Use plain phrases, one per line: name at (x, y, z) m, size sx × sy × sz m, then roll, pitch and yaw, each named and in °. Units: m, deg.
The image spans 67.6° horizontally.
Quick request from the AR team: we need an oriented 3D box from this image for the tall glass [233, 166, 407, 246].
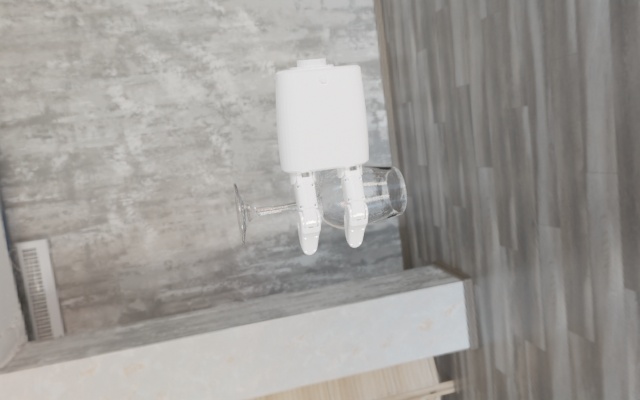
tall glass at (-0.001, 0.002, 0.580) m, size 0.201 × 0.079 × 0.079 m, roll -8°, pitch 2°, yaw -12°
